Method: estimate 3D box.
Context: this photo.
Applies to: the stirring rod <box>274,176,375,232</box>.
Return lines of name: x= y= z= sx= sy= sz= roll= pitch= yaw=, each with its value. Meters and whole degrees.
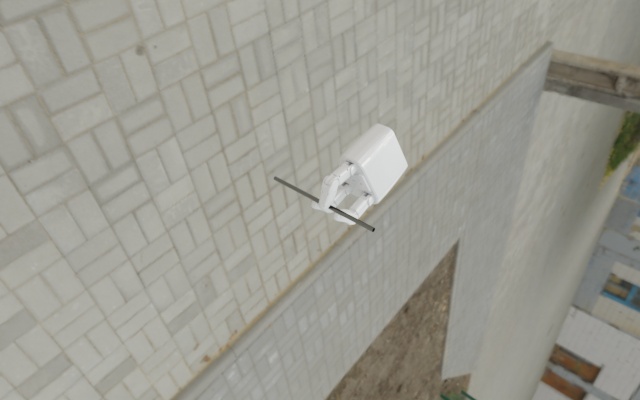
stirring rod: x=0.000 y=0.003 z=0.863 sx=0.239 sy=0.011 sz=0.011 roll=28 pitch=16 yaw=34
